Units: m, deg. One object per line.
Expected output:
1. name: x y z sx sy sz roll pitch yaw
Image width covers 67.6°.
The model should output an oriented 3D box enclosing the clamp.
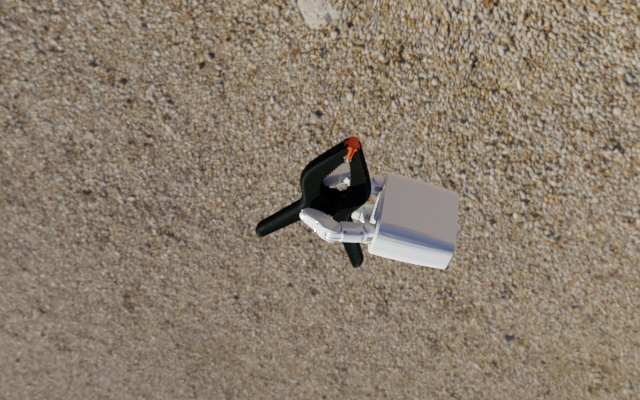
1. clamp: 0.000 0.002 0.647 0.164 0.210 0.036 12 40 -2
